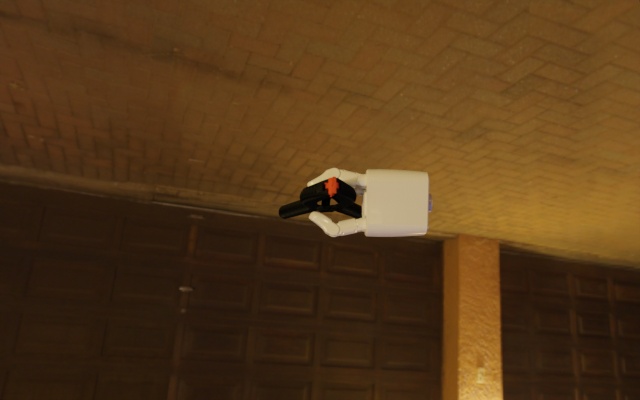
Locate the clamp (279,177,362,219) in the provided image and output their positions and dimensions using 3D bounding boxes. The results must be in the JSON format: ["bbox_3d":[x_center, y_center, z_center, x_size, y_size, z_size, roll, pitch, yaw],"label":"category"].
[{"bbox_3d":[0.000,0.003,0.831,0.164,0.036,0.210,-2,-14,1],"label":"clamp"}]
